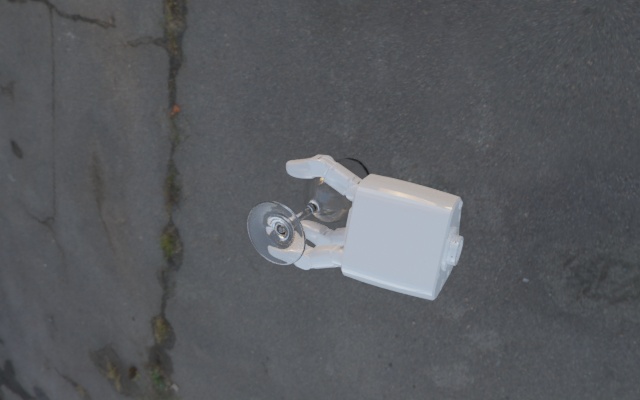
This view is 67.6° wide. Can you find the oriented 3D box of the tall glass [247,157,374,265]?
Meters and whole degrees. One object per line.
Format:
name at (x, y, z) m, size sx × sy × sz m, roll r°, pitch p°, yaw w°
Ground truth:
tall glass at (0.000, 0.002, 0.589) m, size 0.079 × 0.079 × 0.201 m, roll 0°, pitch 20°, yaw 31°
